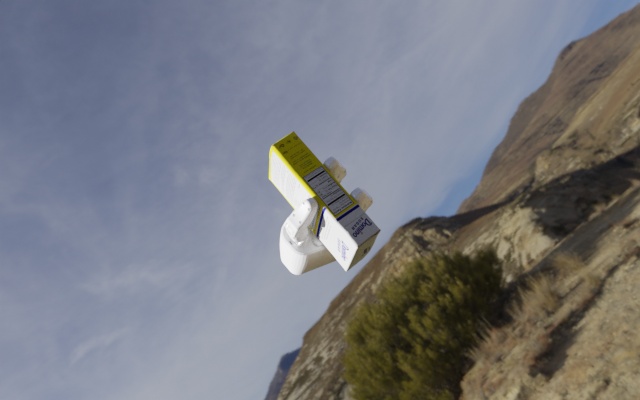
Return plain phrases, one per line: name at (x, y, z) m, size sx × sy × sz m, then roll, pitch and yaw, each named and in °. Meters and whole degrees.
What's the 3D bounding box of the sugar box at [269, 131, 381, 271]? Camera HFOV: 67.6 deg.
sugar box at (0.000, 0.002, 0.630) m, size 0.048 × 0.176 × 0.093 m, roll -36°, pitch -17°, yaw -21°
